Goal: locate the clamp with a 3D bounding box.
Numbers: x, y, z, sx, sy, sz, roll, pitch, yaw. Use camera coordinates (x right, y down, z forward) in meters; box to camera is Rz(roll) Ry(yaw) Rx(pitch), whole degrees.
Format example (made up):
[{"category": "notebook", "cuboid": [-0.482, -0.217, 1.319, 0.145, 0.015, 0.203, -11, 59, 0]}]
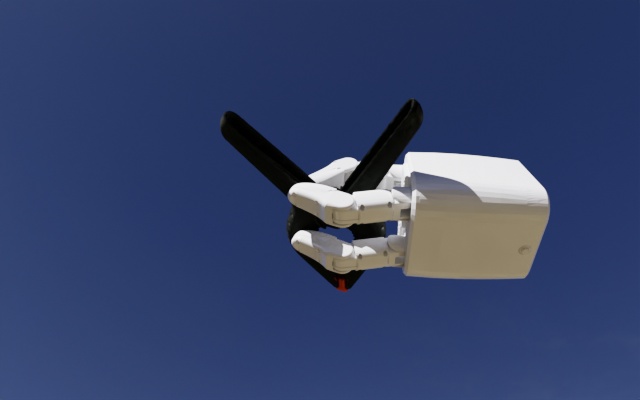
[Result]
[{"category": "clamp", "cuboid": [0.000, 0.001, 0.437, 0.164, 0.210, 0.036, 4, 39, 7]}]
